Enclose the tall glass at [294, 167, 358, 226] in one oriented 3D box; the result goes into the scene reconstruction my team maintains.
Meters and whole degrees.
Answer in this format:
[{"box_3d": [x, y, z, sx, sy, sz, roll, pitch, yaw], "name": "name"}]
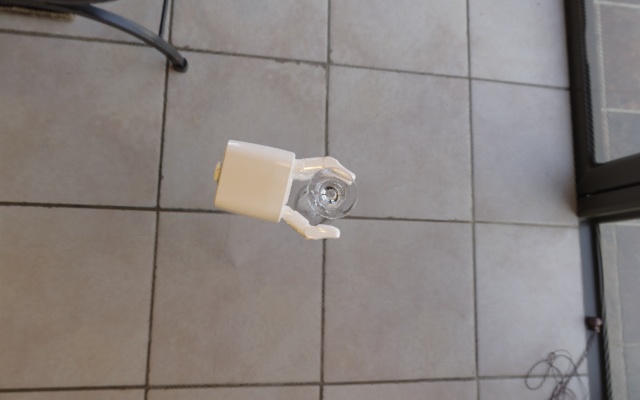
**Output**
[{"box_3d": [0.000, 0.003, 0.775, 0.079, 0.079, 0.201, 0, -8, -10], "name": "tall glass"}]
